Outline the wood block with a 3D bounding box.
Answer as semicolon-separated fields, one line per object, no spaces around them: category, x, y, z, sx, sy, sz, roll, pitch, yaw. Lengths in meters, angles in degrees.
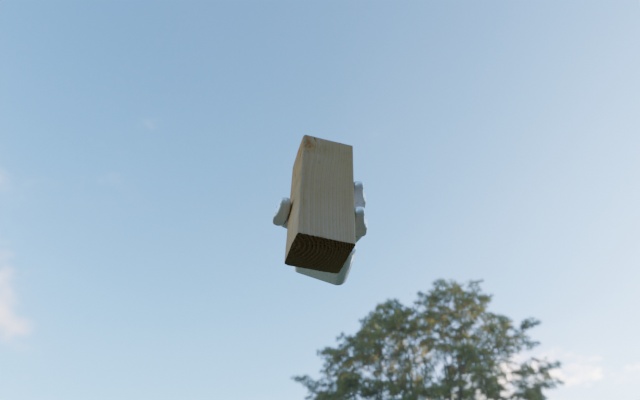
wood block;0.000;0.003;0.778;0.091;0.206;0.090;11;-41;-12
